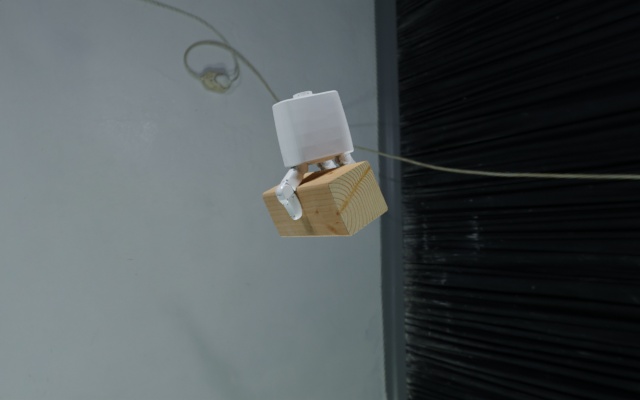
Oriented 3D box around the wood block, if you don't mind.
[{"bbox_3d":[0.000,0.002,0.809,0.091,0.090,0.206,-31,13,-33],"label":"wood block"}]
